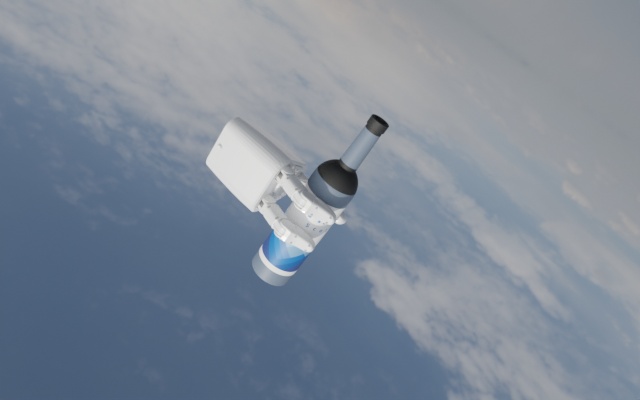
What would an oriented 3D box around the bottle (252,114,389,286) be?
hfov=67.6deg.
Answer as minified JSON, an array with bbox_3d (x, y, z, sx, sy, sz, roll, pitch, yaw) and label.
[{"bbox_3d":[0.000,0.002,0.685,0.069,0.296,0.069,28,27,-16],"label":"bottle"}]
